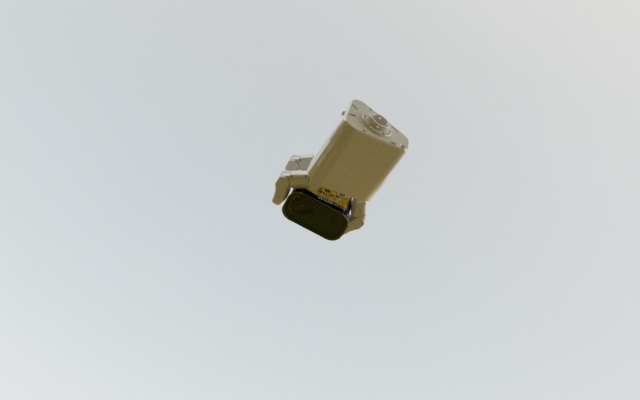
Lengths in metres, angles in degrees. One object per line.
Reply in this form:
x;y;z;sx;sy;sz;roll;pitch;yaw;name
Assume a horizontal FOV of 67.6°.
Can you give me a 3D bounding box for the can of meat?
0.000;0.002;0.752;0.102;0.057;0.084;28;37;-5;can of meat
